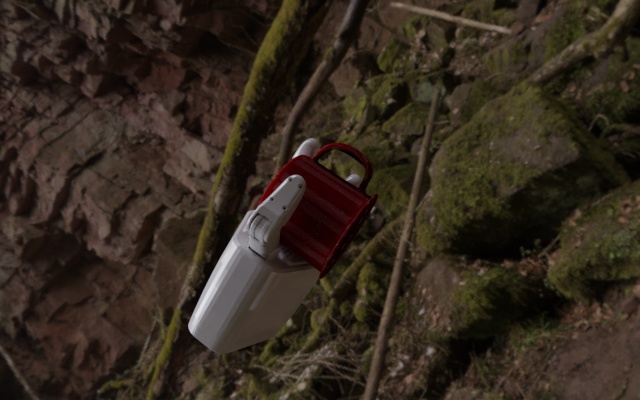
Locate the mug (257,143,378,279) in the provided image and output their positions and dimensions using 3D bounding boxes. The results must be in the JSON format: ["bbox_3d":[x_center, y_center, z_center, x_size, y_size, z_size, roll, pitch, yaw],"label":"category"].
[{"bbox_3d":[0.001,0.000,0.437,0.081,0.117,0.093,34,16,10],"label":"mug"}]
